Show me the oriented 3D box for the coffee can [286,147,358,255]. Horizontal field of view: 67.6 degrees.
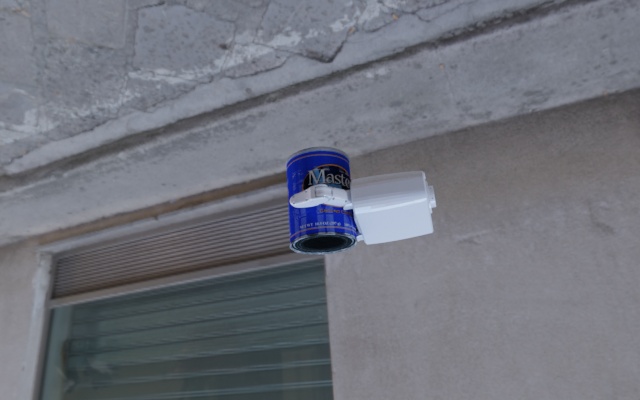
[{"bbox_3d":[0.000,0.002,0.740,0.103,0.140,0.103,-4,-22,-1],"label":"coffee can"}]
